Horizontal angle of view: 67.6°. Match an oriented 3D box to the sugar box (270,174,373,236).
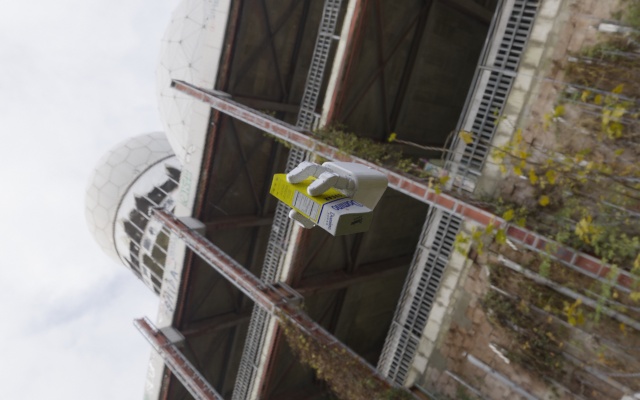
[{"bbox_3d":[0.000,0.002,0.854,0.176,0.048,0.093,28,22,38],"label":"sugar box"}]
